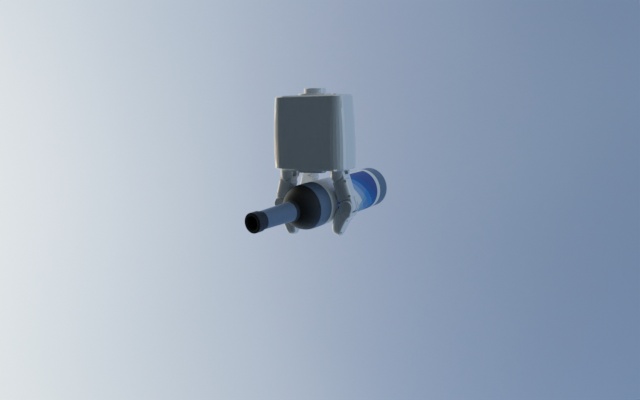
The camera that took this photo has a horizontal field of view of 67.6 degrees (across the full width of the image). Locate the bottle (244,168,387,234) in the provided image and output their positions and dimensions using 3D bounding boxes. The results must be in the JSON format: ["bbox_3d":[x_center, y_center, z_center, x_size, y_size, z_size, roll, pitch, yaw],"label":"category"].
[{"bbox_3d":[0.000,0.002,0.714,0.069,0.069,0.295,0,10,36],"label":"bottle"}]
